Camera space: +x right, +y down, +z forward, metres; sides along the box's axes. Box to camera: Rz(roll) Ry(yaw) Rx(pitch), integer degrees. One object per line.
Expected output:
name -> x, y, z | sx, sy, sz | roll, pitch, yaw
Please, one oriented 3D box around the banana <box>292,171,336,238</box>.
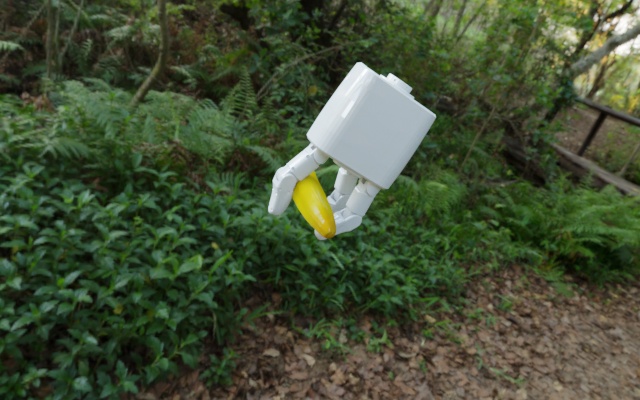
banana -> -0.013, -0.012, 0.605 | 0.037, 0.069, 0.197 | -42, 15, 7
